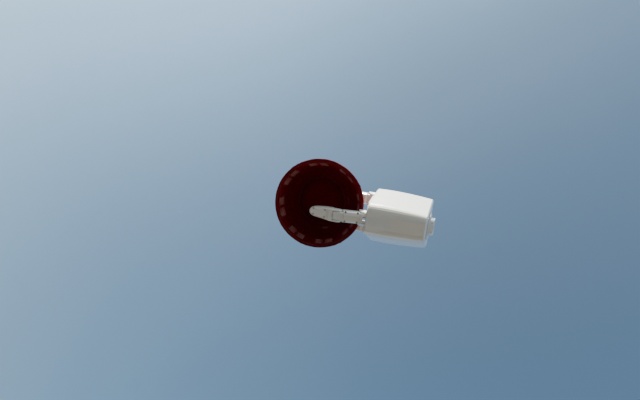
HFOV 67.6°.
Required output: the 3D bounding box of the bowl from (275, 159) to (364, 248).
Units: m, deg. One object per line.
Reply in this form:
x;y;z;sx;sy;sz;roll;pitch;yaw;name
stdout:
-0.001;0.002;0.883;0.162;0.162;0.055;0;7;7;bowl
